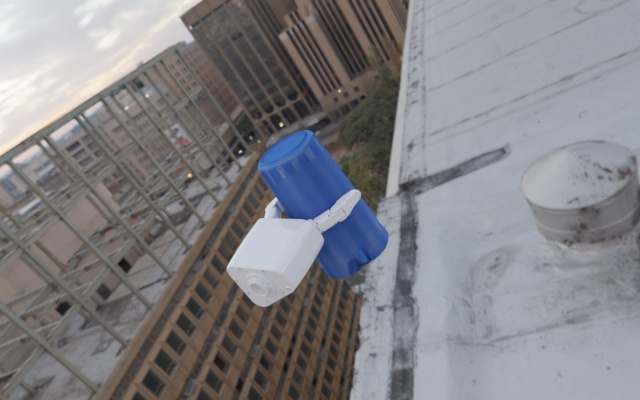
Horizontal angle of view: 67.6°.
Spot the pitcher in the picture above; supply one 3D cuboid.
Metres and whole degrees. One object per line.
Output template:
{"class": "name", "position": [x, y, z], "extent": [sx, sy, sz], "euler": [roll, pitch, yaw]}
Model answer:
{"class": "pitcher", "position": [0.000, 0.003, 0.823], "extent": [0.149, 0.243, 0.145], "euler": [-14, 31, 39]}
